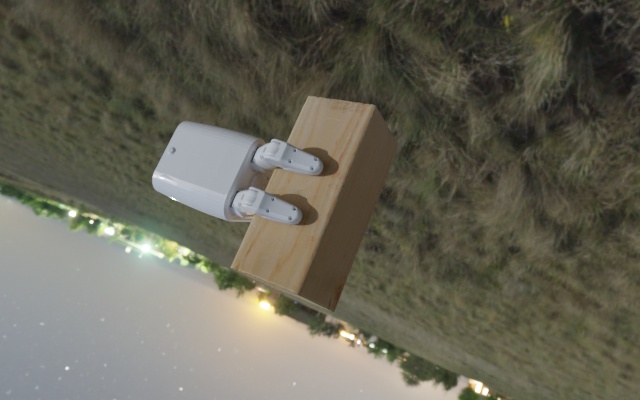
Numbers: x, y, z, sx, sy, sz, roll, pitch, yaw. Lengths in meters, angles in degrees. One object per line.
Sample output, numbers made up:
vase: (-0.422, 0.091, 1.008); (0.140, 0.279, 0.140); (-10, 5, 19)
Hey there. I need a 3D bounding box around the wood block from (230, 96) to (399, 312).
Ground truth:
wood block: (0.000, 0.002, 0.521); (0.090, 0.206, 0.091); (15, -15, 30)
